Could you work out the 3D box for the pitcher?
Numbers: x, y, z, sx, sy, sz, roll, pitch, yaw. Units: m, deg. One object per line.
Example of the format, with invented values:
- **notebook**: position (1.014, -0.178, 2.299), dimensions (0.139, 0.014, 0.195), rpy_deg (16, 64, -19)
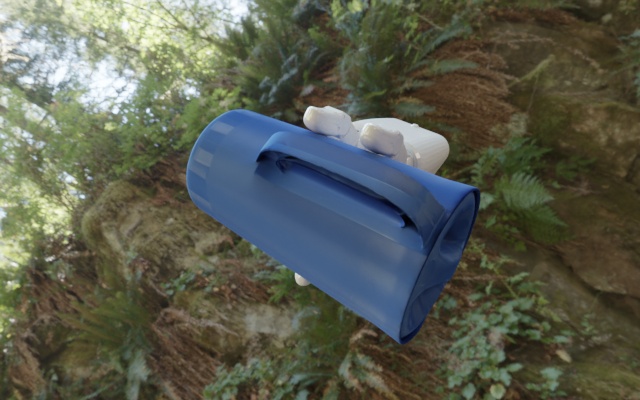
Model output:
- **pitcher**: position (0.000, 0.001, 0.410), dimensions (0.243, 0.149, 0.145), rpy_deg (26, 27, 25)
